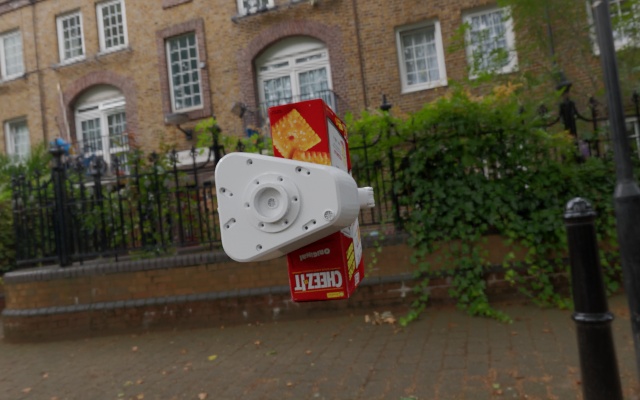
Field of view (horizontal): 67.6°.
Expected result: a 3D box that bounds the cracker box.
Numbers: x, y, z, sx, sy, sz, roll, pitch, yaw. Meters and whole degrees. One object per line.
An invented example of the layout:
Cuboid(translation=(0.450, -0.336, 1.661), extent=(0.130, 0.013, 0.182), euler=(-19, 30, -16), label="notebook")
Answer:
Cuboid(translation=(0.000, 0.002, 0.581), extent=(0.072, 0.213, 0.164), euler=(-7, -2, 11), label="cracker box")
